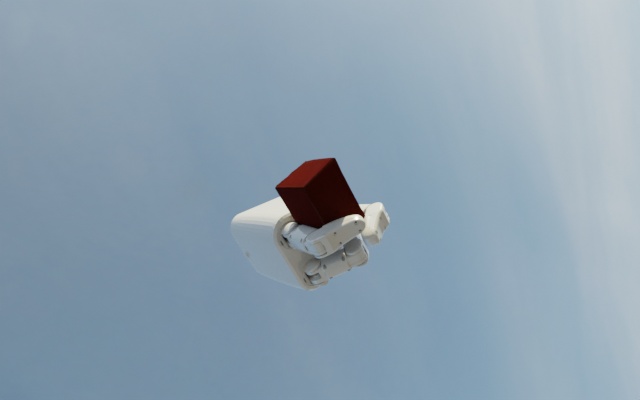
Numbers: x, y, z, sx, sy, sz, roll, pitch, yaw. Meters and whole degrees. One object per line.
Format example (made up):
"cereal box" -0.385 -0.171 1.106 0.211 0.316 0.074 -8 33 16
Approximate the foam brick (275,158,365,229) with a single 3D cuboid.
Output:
"foam brick" 0.000 0.001 0.503 0.053 0.078 0.051 -43 27 -29
